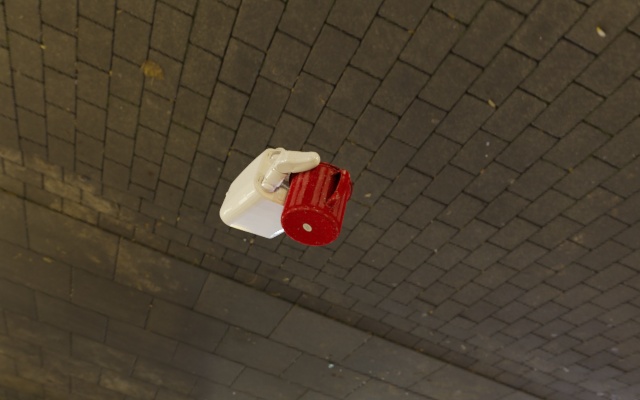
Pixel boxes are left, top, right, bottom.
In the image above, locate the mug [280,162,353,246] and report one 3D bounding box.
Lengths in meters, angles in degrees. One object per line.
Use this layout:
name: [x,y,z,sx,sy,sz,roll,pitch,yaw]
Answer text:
mug: [0.001,0.002,0.642,0.093,0.081,0.117,34,-45,-21]
